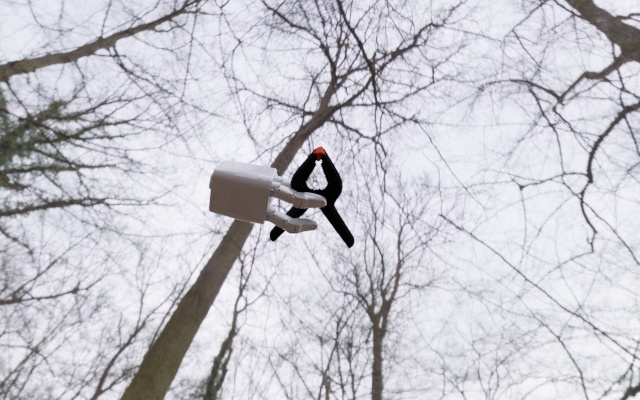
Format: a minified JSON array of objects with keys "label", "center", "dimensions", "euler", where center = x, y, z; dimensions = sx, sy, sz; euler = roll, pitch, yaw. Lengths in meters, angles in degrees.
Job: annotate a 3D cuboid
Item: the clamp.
[{"label":"clamp","center":[0.000,0.002,0.883],"dimensions":[0.164,0.210,0.036],"euler":[10,31,-5]}]
